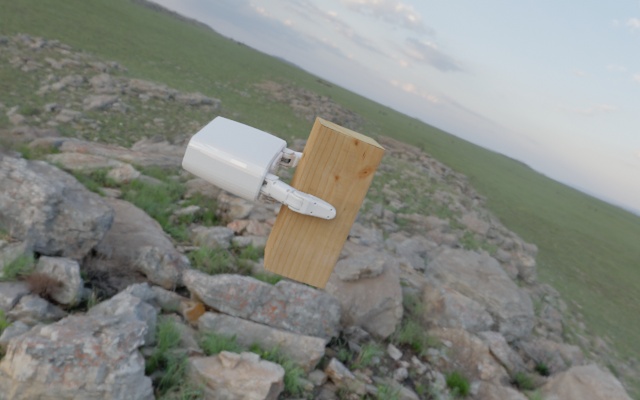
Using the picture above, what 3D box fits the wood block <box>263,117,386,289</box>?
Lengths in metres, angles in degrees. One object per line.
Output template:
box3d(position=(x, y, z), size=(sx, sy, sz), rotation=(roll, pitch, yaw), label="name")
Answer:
box3d(position=(0.000, 0.002, 0.657), size=(0.090, 0.206, 0.090), rotation=(20, 14, -10), label="wood block")
